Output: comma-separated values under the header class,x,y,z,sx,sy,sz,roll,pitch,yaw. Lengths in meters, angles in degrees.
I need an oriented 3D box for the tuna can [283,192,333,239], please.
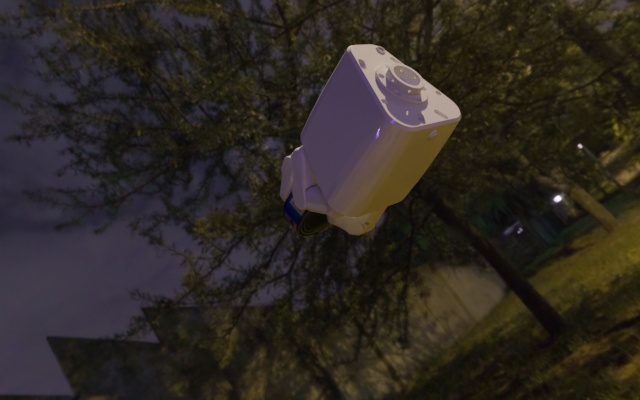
class,x,y,z,sx,sy,sz,roll,pitch,yaw
tuna can,0.000,0.001,0.543,0.033,0.086,0.086,49,23,22
